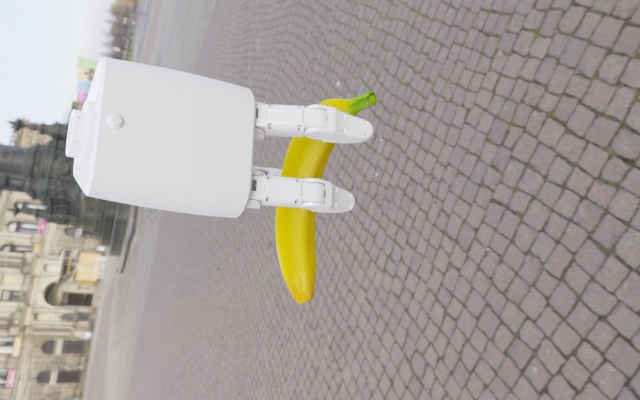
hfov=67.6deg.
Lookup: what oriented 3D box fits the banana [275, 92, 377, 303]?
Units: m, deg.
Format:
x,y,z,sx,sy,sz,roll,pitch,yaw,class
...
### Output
x,y,z,sx,sy,sz,roll,pitch,yaw,class
-0.010,-0.008,0.432,0.037,0.198,0.069,6,15,-41,banana
